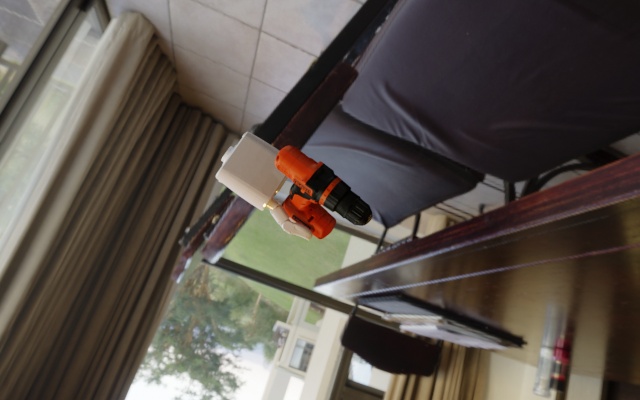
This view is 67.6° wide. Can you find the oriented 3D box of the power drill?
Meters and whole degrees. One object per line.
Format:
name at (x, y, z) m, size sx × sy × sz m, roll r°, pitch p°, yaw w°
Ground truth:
power drill at (0.000, 0.003, 0.830) m, size 0.184 × 0.057 × 0.188 m, roll 39°, pitch -22°, yaw 10°
